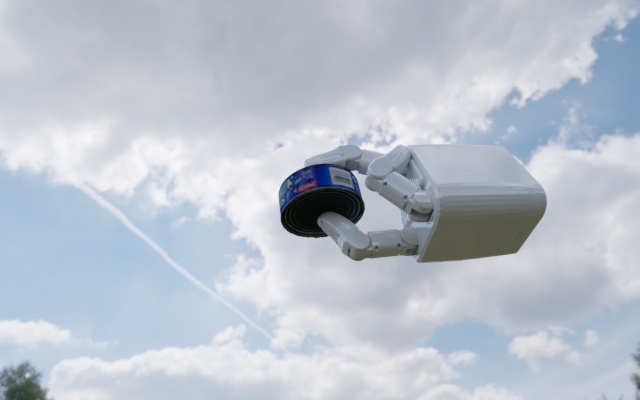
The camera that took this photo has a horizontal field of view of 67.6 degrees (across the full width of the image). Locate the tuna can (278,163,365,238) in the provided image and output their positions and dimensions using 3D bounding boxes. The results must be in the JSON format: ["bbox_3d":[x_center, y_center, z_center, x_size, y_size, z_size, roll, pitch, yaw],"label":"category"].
[{"bbox_3d":[0.000,0.001,0.486,0.086,0.033,0.086,-7,-36,-5],"label":"tuna can"}]
